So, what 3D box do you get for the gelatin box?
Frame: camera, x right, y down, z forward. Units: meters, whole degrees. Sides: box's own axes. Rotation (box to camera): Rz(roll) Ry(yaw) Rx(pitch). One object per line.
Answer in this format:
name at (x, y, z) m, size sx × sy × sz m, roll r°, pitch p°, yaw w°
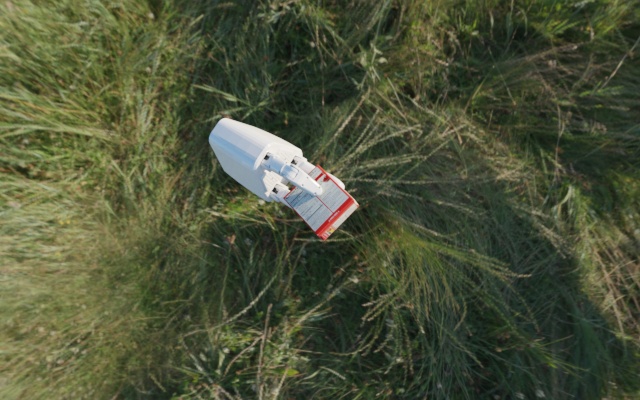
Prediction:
gelatin box at (0.000, 0.002, 0.699) m, size 0.089 × 0.073 × 0.030 m, roll 45°, pitch 1°, yaw 31°
